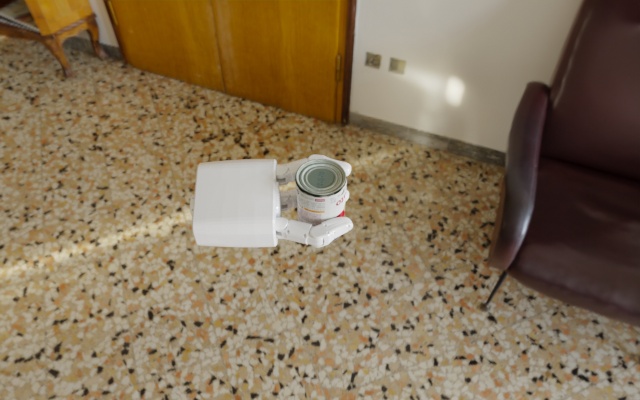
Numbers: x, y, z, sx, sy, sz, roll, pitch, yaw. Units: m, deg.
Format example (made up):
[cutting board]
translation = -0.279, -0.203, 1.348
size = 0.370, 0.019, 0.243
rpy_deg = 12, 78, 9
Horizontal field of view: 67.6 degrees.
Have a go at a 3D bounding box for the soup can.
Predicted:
[soup can]
translation = 0.001, 0.002, 0.643
size = 0.068, 0.068, 0.102
rpy_deg = 0, -41, 0
